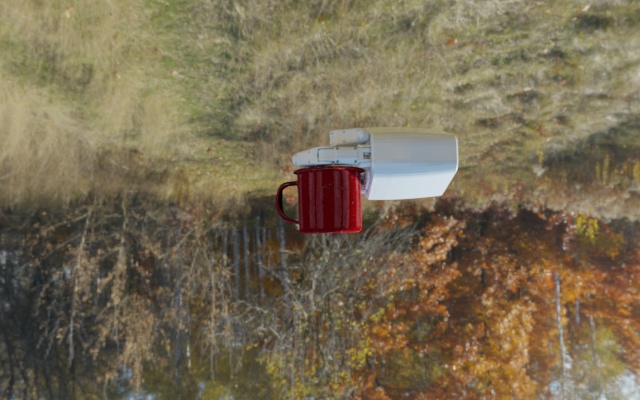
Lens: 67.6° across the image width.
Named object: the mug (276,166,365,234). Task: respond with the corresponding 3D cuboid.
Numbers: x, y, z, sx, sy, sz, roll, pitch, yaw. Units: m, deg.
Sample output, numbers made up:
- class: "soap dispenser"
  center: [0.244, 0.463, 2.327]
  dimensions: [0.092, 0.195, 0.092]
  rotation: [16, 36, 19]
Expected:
- class: "mug"
  center: [-0.001, 0.002, 0.618]
  dimensions: [0.117, 0.081, 0.093]
  rotation: [-2, -4, 1]
